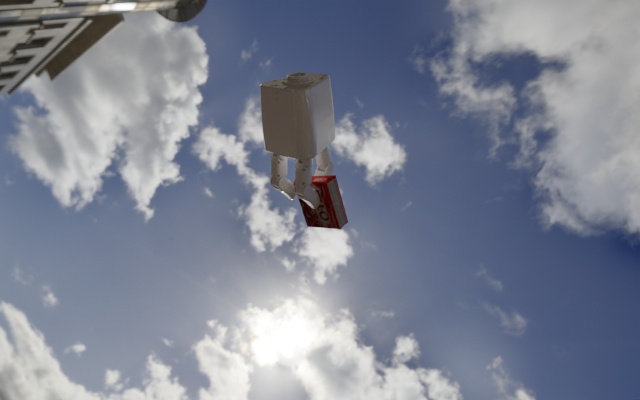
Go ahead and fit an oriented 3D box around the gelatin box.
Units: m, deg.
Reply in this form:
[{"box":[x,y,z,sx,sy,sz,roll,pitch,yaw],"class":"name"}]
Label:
[{"box":[0.000,0.003,0.803,0.073,0.089,0.030,2,28,40],"class":"gelatin box"}]
